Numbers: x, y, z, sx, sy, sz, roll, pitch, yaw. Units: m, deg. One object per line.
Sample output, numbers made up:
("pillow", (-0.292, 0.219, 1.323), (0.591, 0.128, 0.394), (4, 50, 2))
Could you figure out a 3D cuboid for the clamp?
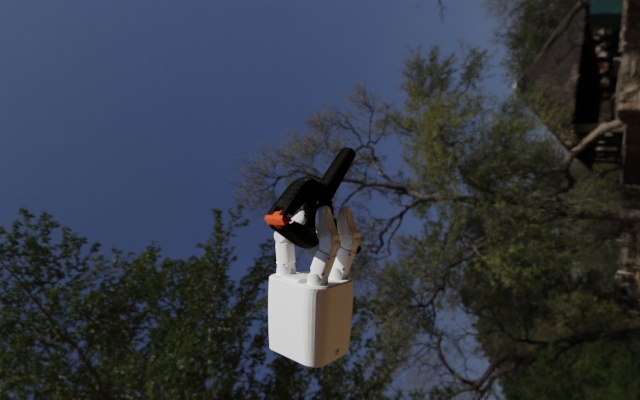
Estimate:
("clamp", (-0.001, 0.002, 0.658), (0.036, 0.164, 0.210), (-1, -1, 32))
